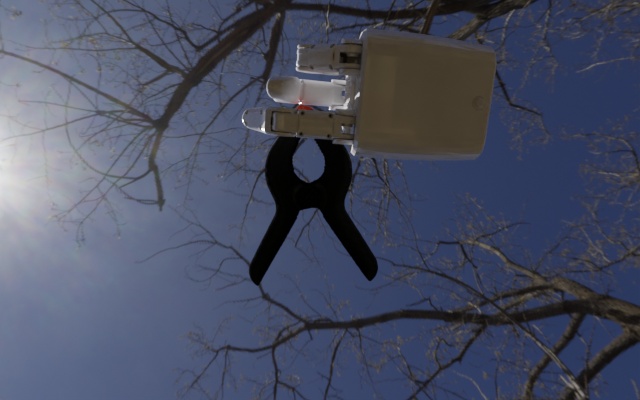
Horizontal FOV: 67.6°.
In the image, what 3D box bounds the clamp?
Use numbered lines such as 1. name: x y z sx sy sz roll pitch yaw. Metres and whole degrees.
1. clamp: 0.000 0.001 0.440 0.120 0.171 0.039 5 12 -7
